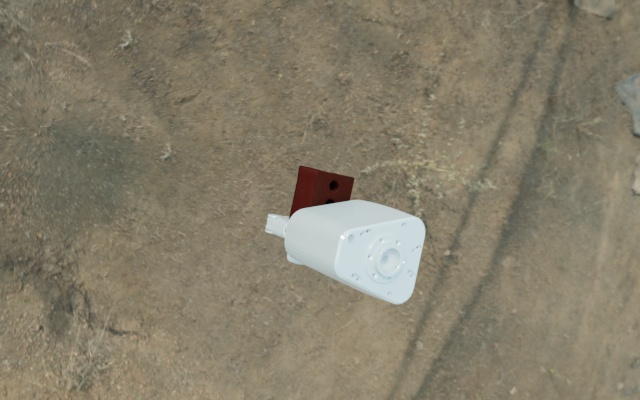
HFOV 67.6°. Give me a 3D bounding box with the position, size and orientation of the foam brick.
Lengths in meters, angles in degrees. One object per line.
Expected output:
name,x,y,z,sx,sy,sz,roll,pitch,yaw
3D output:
foam brick,0.000,0.002,0.577,0.053,0.078,0.051,10,2,-30
